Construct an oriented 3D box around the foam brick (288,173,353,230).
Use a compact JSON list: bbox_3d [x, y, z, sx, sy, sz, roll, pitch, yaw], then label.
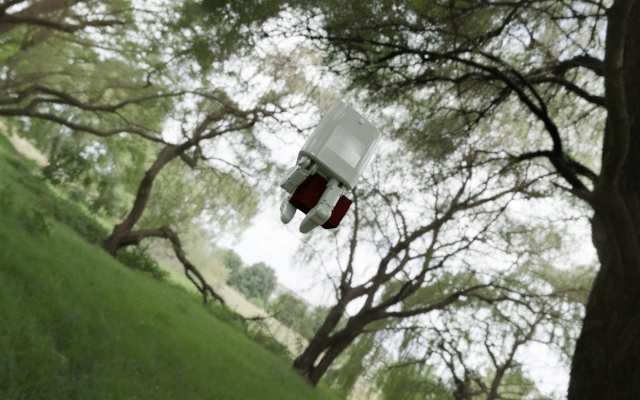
[{"bbox_3d":[0.000,0.003,0.741,0.078,0.051,0.053,37,-17,-16],"label":"foam brick"}]
